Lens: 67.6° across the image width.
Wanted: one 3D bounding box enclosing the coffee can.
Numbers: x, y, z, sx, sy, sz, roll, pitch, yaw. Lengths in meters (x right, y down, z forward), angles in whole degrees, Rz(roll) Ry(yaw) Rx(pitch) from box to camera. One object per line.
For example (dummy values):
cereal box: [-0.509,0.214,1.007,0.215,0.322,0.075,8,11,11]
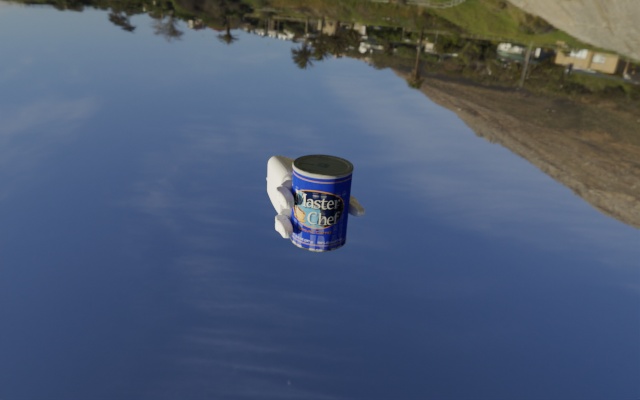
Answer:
coffee can: [0.000,0.003,0.828,0.103,0.140,0.102,3,24,-2]
